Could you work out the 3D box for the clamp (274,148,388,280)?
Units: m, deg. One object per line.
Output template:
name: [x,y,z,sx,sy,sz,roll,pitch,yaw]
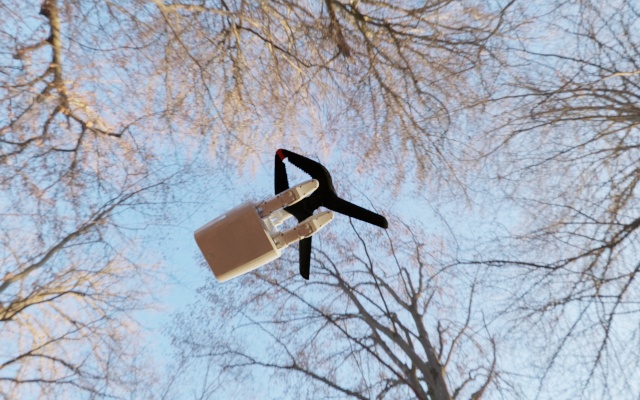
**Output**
clamp: [0.000,0.002,0.761,0.164,0.210,0.036,-27,7,0]
